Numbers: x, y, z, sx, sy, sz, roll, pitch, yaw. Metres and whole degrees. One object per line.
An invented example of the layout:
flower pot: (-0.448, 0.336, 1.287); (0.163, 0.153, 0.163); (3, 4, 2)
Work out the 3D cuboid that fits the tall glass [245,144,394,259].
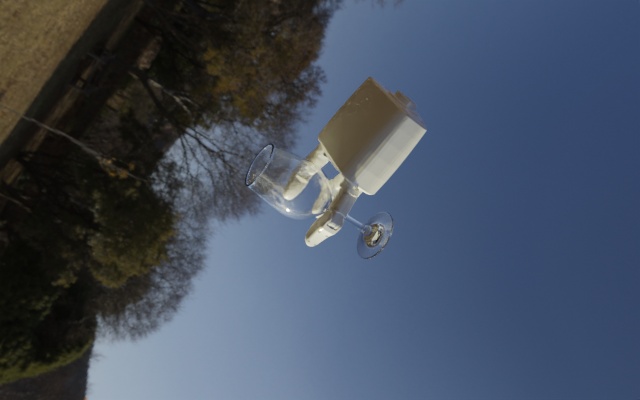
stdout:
tall glass: (0.001, 0.003, 0.636); (0.201, 0.079, 0.079); (31, -14, -24)
